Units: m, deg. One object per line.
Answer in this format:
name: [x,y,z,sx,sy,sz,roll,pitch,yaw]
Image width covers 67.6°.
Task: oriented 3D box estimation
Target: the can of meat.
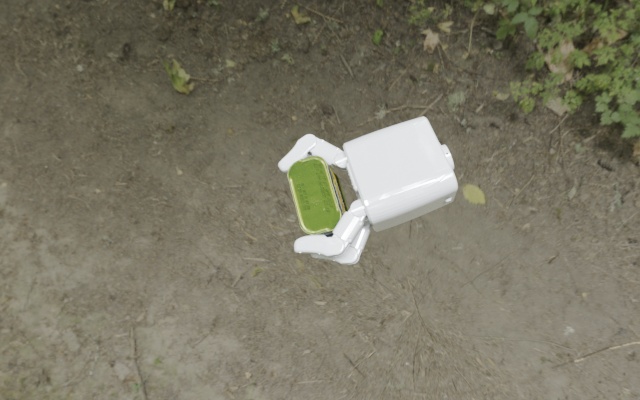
can of meat: [0.000,0.002,0.602,0.057,0.102,0.084,-18,-15,7]
